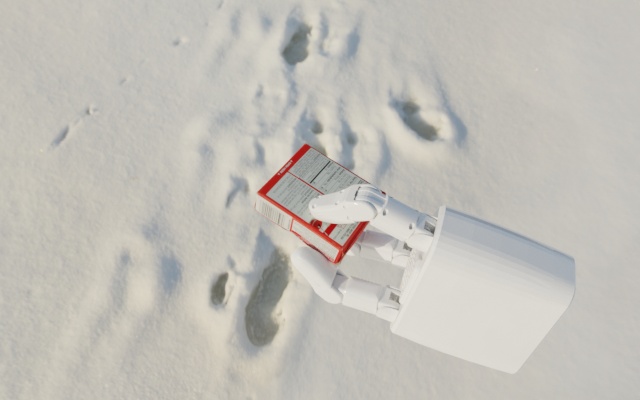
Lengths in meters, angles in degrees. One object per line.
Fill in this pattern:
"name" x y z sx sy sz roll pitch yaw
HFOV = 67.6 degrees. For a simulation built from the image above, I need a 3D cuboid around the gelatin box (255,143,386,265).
"gelatin box" 0.000 0.001 0.412 0.089 0.073 0.030 33 -34 10
